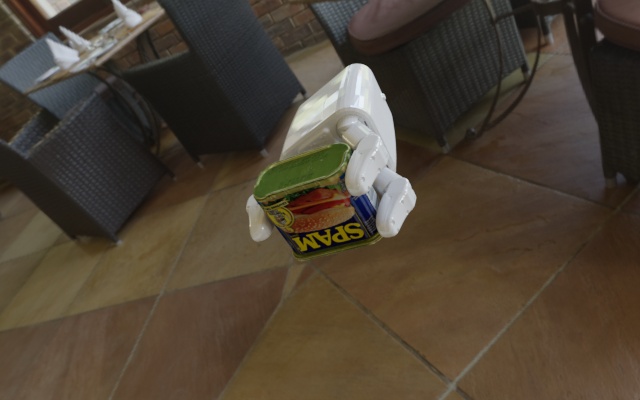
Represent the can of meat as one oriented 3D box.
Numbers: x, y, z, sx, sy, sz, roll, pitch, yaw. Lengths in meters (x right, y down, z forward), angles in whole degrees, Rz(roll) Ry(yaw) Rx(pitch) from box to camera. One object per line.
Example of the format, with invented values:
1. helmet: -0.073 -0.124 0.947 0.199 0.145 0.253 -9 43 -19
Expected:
1. can of meat: 0.000 0.001 0.442 0.102 0.084 0.057 -16 36 25
